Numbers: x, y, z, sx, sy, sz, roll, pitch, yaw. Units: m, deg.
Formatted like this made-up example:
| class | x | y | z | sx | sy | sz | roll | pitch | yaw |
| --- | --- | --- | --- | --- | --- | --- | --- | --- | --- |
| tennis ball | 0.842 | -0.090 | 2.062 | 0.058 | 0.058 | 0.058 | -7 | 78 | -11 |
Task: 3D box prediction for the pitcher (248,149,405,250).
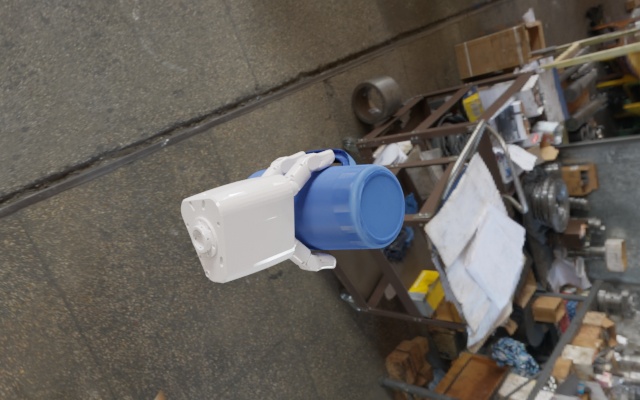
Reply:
| class | x | y | z | sx | sy | sz | roll | pitch | yaw |
| --- | --- | --- | --- | --- | --- | --- | --- | --- | --- |
| pitcher | 0.000 | 0.002 | 0.693 | 0.145 | 0.149 | 0.243 | -16 | 9 | -42 |
